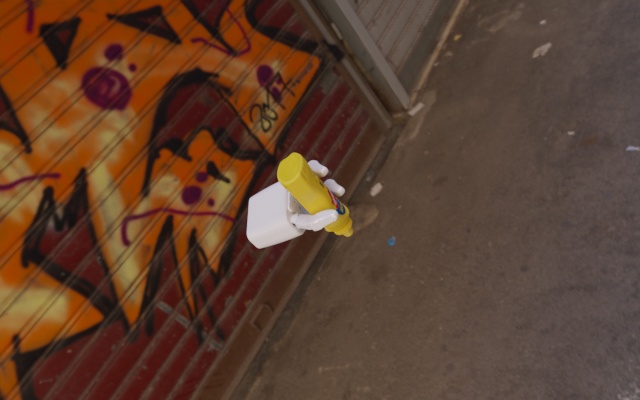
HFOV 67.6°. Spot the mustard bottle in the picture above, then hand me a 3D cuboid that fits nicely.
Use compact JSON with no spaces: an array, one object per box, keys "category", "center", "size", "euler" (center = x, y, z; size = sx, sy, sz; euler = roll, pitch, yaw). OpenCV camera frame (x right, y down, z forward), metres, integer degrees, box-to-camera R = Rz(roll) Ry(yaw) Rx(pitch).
[{"category":"mustard bottle","center":[0.000,0.003,0.883],"size":[0.058,0.192,0.096],"euler":[-37,30,9]}]
